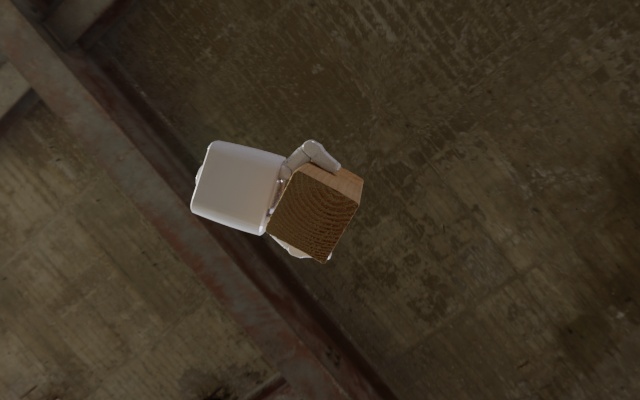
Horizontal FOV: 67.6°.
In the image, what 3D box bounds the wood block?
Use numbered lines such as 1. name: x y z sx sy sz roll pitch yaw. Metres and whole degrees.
1. wood block: 0.000 0.002 0.682 0.090 0.091 0.206 29 13 1
